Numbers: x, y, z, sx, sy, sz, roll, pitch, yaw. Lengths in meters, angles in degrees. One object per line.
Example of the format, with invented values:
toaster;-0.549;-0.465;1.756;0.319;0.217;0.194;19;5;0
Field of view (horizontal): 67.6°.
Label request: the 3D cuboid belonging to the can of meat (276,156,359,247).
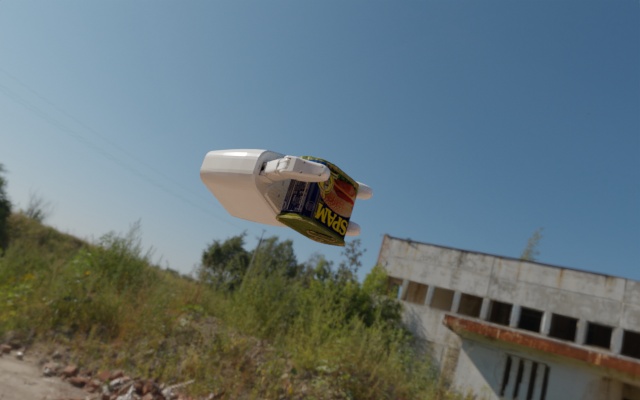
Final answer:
can of meat;0.000;0.002;0.606;0.057;0.084;0.102;4;-20;38
